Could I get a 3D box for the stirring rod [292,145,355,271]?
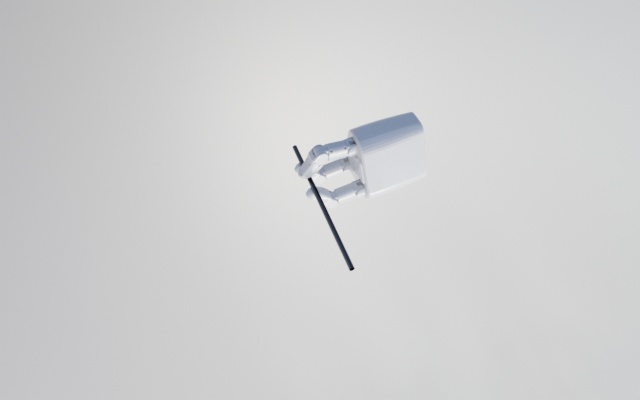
[{"bbox_3d":[0.000,0.002,0.700,0.011,0.239,0.011,-16,-36,-12],"label":"stirring rod"}]
